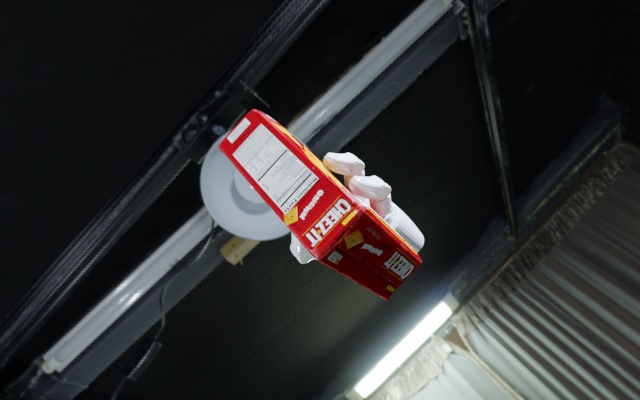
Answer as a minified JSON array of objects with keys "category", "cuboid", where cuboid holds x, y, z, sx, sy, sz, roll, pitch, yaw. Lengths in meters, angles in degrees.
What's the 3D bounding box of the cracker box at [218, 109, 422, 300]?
[{"category":"cracker box","cuboid":[0.000,0.002,0.548,0.213,0.072,0.164,45,4,38]}]
